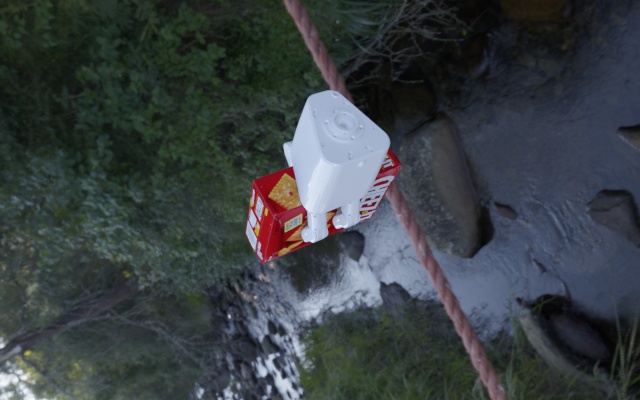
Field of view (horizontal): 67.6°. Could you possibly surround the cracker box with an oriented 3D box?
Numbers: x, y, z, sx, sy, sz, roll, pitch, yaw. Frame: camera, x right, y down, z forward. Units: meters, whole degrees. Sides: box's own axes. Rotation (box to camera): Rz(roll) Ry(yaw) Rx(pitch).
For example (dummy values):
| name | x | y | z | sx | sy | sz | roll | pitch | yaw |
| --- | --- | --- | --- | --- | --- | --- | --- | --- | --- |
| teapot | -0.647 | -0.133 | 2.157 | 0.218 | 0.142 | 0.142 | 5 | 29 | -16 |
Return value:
| name | x | y | z | sx | sy | sz | roll | pitch | yaw |
| --- | --- | --- | --- | --- | --- | --- | --- | --- | --- |
| cracker box | 0.000 | 0.002 | 0.726 | 0.213 | 0.072 | 0.164 | -21 | -23 | -24 |
